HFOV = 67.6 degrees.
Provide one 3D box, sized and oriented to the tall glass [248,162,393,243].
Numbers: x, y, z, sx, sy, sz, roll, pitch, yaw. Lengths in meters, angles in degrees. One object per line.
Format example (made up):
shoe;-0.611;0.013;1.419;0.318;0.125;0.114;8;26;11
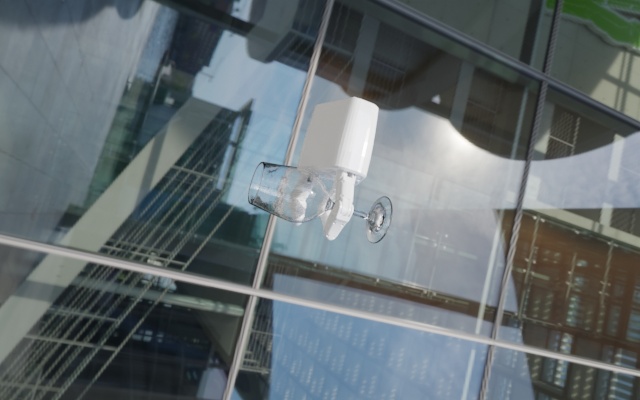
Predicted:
tall glass;0.001;0.003;0.691;0.201;0.079;0.079;16;-6;-21
